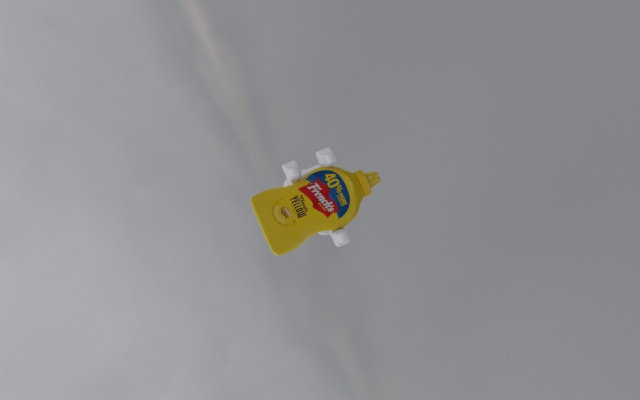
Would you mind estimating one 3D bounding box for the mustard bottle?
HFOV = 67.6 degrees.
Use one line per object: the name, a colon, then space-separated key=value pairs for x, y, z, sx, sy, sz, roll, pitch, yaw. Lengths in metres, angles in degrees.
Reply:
mustard bottle: x=0.000 y=0.002 z=0.715 sx=0.191 sy=0.096 sz=0.058 roll=-24 pitch=-17 yaw=-5
